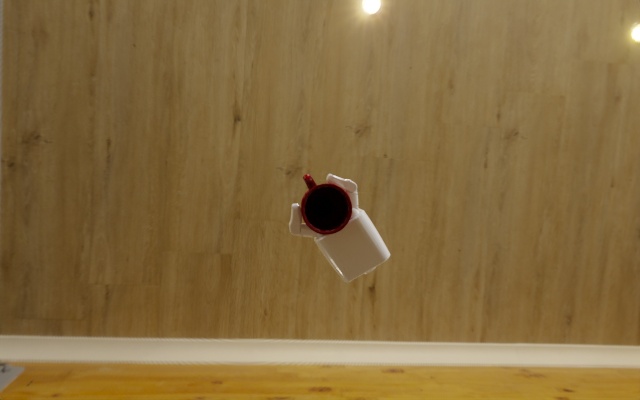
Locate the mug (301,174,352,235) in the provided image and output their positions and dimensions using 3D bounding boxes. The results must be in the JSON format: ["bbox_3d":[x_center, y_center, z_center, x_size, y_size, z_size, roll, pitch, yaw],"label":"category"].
[{"bbox_3d":[-0.001,0.002,0.894,0.093,0.117,0.081,-33,7,-4],"label":"mug"}]
